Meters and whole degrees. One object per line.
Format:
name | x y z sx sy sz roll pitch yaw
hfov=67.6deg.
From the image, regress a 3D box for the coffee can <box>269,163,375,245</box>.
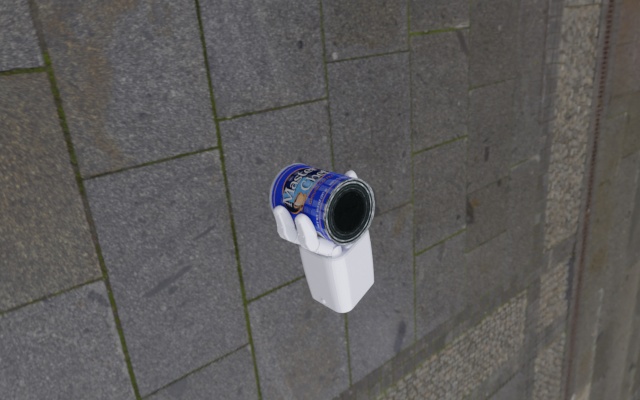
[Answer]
coffee can | 0.000 0.002 0.753 0.103 0.103 0.140 0 12 -41
